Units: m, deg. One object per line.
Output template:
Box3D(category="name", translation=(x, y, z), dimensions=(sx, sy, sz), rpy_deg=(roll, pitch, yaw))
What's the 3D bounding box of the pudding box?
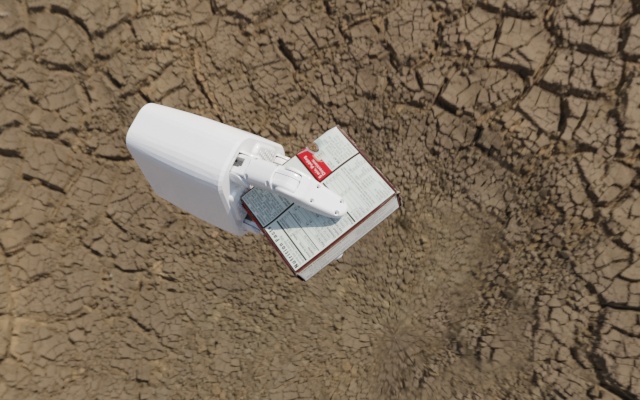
Box3D(category="pudding box", translation=(0.000, 0.001, 0.418), dimensions=(0.113, 0.090, 0.039), rpy_deg=(-38, -21, -1))
